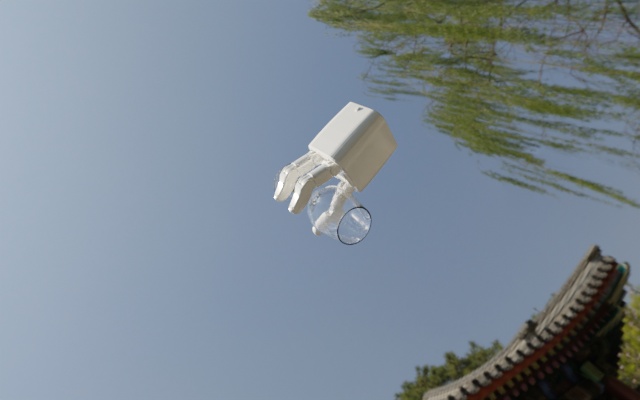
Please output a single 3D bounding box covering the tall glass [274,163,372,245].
[{"bbox_3d":[0.000,0.002,0.780,0.079,0.079,0.201,0,21,-33],"label":"tall glass"}]
